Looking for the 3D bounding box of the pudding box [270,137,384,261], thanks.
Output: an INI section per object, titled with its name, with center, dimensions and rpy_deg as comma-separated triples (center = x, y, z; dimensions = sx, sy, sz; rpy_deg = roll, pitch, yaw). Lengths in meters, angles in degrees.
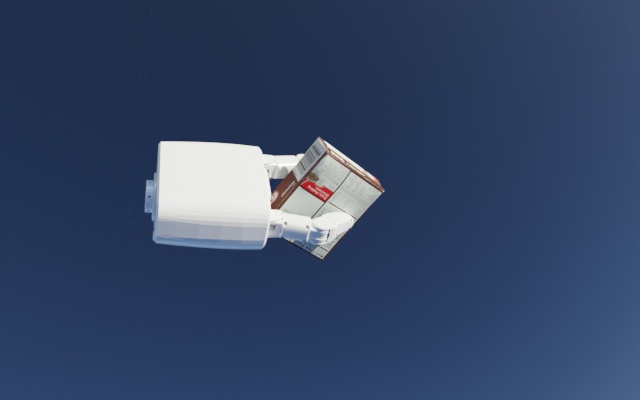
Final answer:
[pudding box]
center = 0.000, 0.002, 0.527
dimensions = 0.090, 0.113, 0.039
rpy_deg = 32, 18, -30
